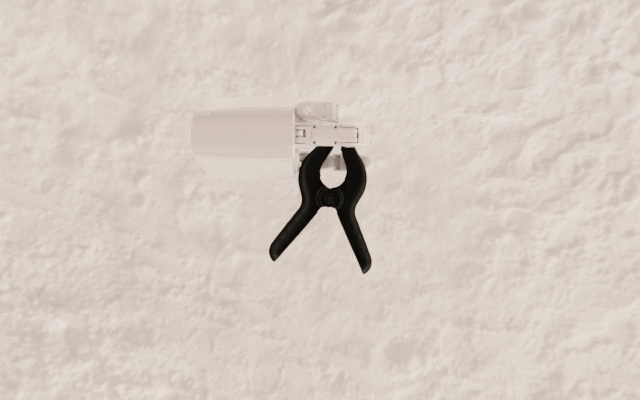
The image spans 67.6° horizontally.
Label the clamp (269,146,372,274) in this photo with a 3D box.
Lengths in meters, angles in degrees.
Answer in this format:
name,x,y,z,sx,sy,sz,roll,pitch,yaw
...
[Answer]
name,x,y,z,sx,sy,sz,roll,pitch,yaw
clamp,0.000,0.002,0.552,0.120,0.171,0.039,-1,4,-8
